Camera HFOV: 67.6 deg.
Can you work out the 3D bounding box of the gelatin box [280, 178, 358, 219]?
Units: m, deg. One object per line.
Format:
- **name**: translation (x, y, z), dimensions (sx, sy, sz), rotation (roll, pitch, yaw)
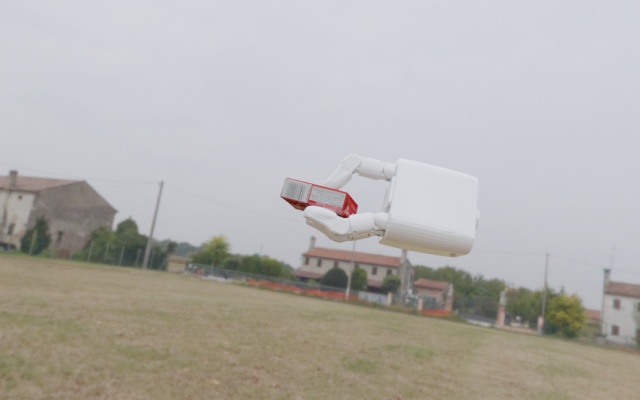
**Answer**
- **gelatin box**: translation (0.000, 0.002, 0.630), dimensions (0.089, 0.030, 0.073), rotation (14, -10, 16)
